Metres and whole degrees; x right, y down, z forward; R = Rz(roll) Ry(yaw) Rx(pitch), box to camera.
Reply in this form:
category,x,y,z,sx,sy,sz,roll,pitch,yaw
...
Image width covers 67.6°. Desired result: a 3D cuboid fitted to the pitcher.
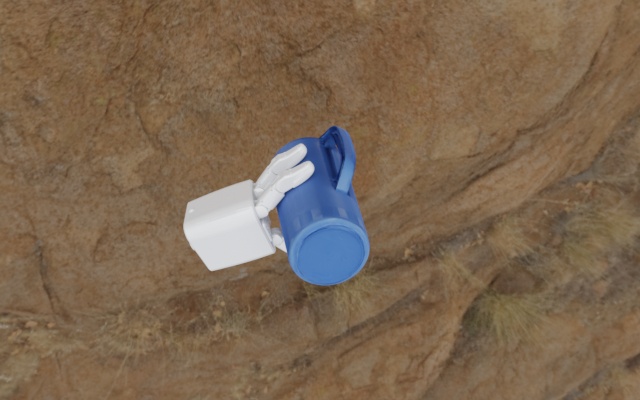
category,x,y,z,sx,sy,sz,roll,pitch,yaw
pitcher,0.000,0.002,0.709,0.145,0.149,0.242,-17,31,1
